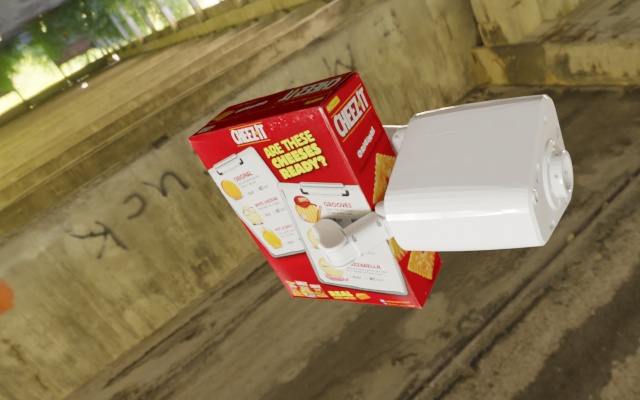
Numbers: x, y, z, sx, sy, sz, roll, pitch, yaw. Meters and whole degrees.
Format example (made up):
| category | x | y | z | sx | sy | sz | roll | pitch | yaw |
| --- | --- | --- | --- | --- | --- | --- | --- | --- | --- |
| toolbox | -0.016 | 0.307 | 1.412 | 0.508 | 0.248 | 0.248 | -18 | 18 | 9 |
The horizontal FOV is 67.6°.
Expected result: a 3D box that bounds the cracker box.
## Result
| category | x | y | z | sx | sy | sz | roll | pitch | yaw |
| --- | --- | --- | --- | --- | --- | --- | --- | --- | --- |
| cracker box | 0.000 | 0.002 | 0.454 | 0.164 | 0.214 | 0.072 | -4 | 35 | 40 |
